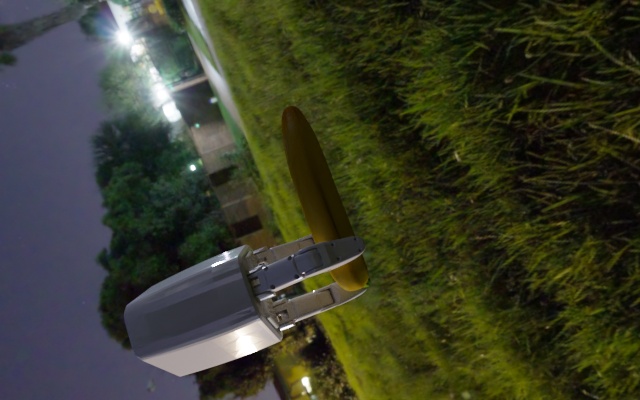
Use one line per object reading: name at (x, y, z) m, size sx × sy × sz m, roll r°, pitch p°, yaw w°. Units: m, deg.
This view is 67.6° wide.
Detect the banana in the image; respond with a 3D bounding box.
banana at (0.003, 0.008, 0.442) m, size 0.037 × 0.198 × 0.069 m, roll -22°, pitch 11°, yaw 0°
